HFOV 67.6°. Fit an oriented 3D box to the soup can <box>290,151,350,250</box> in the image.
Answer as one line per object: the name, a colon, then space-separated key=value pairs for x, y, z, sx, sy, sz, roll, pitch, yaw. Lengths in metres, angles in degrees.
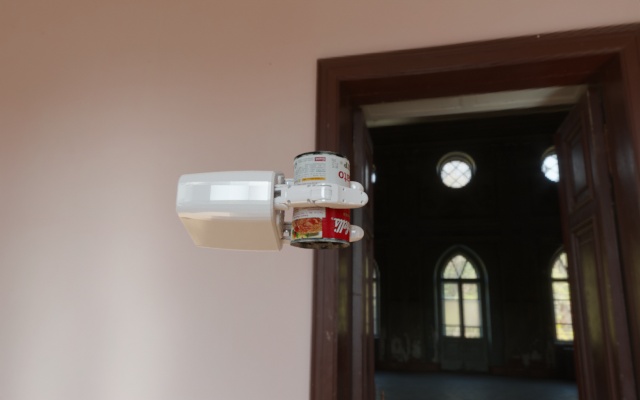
soup can: x=0.001 y=0.001 z=0.551 sx=0.068 sy=0.102 sz=0.068 roll=1 pitch=-14 yaw=0
